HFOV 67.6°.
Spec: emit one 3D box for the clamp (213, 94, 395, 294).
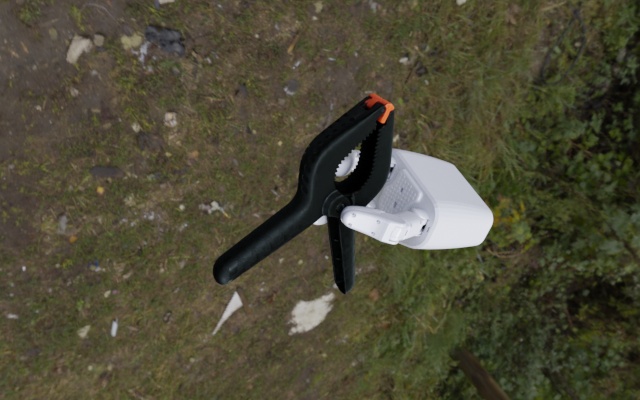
[{"bbox_3d":[0.001,0.001,0.435,0.164,0.210,0.036,5,27,-38],"label":"clamp"}]
